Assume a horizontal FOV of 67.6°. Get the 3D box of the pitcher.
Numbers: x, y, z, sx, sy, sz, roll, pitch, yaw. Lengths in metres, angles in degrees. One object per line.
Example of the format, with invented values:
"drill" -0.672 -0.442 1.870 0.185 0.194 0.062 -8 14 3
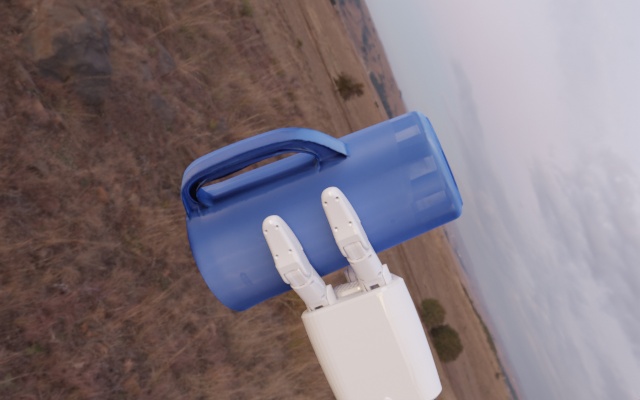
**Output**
"pitcher" 0.000 0.002 0.457 0.243 0.145 0.149 -22 -4 12
